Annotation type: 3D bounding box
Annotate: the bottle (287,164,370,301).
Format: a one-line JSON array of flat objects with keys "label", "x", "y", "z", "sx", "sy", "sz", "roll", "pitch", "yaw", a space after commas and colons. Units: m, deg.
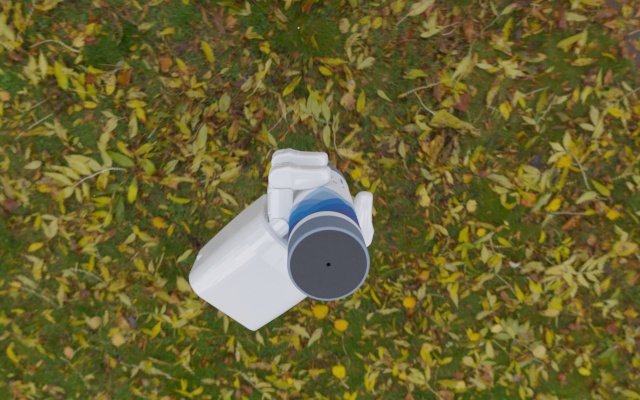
[{"label": "bottle", "x": 0.000, "y": 0.002, "z": 0.518, "sx": 0.069, "sy": 0.069, "sz": 0.295, "roll": 0, "pitch": 20, "yaw": -3}]
